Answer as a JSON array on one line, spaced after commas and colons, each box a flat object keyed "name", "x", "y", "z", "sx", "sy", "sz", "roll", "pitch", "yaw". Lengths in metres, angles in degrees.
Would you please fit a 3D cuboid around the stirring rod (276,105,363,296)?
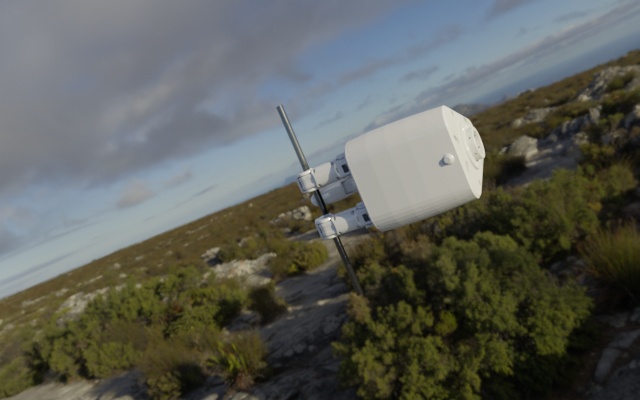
[{"name": "stirring rod", "x": 0.000, "y": 0.002, "z": 0.558, "sx": 0.011, "sy": 0.239, "sz": 0.011, "roll": -23, "pitch": 5, "yaw": 2}]
